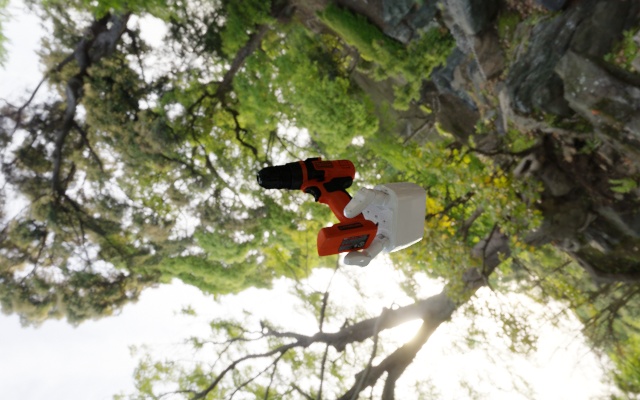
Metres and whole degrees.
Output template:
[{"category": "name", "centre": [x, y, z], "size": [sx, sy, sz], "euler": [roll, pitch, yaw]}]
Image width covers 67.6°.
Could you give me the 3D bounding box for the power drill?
[{"category": "power drill", "centre": [0.001, 0.003, 0.806], "size": [0.184, 0.187, 0.057], "euler": [-8, -39, -23]}]
